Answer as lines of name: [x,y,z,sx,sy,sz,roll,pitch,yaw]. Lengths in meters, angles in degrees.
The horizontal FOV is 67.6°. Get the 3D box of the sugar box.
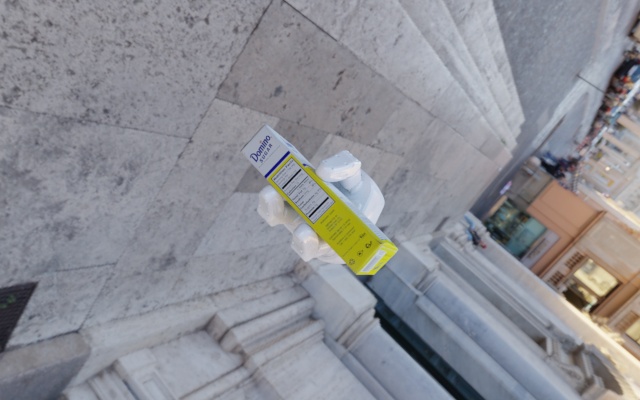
sugar box: [0.000,0.002,0.504,0.176,0.048,0.093,43,5,19]
